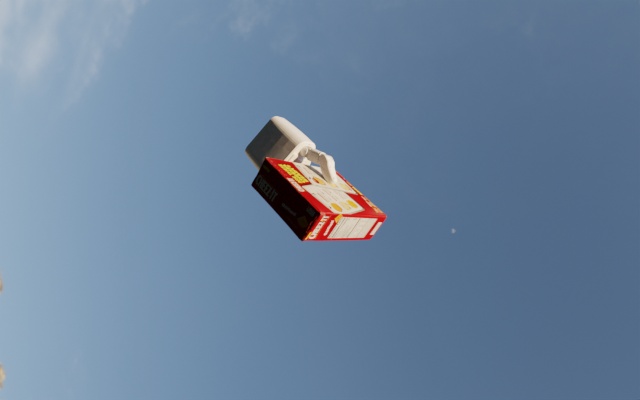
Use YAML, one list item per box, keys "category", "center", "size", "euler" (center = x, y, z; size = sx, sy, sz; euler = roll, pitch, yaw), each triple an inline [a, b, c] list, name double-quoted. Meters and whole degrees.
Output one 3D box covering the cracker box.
- category: "cracker box"
  center: [0.000, 0.003, 0.897]
  size: [0.214, 0.072, 0.164]
  euler: [5, 33, -52]
